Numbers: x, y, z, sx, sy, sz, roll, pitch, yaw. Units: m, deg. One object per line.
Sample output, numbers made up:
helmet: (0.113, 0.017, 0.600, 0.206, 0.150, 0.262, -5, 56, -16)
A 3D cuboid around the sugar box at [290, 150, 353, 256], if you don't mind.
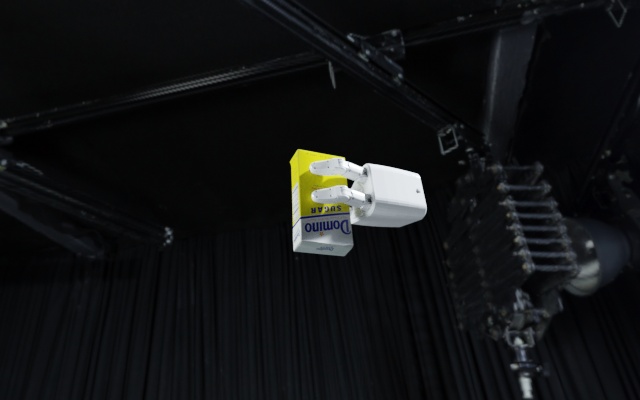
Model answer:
sugar box: (0.000, 0.002, 0.807, 0.093, 0.176, 0.048, 7, -33, -20)
